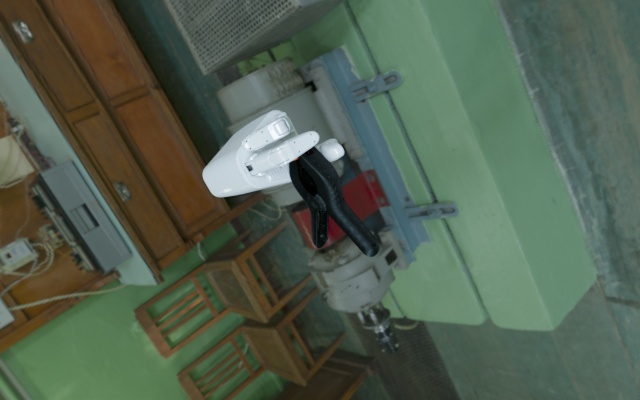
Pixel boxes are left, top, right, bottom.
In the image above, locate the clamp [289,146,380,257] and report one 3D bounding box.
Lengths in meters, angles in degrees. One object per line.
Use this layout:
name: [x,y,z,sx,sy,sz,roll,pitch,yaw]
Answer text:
clamp: [0.000,0.002,0.627,0.120,0.171,0.039,-14,19,49]
